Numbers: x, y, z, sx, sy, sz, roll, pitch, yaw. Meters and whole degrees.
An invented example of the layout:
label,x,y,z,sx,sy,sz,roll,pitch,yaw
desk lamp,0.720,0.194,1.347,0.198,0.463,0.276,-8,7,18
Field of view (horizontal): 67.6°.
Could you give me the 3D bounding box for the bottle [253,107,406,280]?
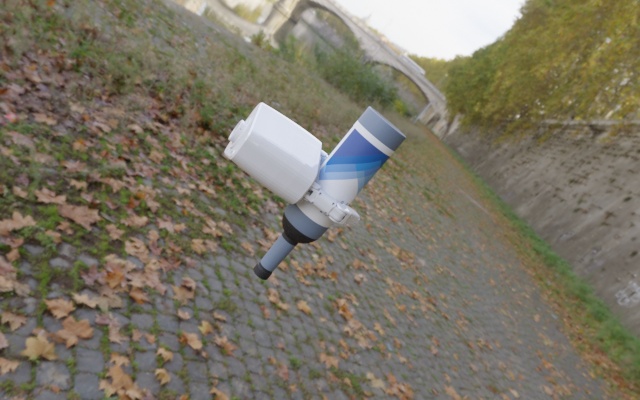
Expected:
label,x,y,z,sx,sy,sz,roll,pitch,yaw
bottle,0.000,0.002,0.685,0.069,0.296,0.069,37,15,-12
